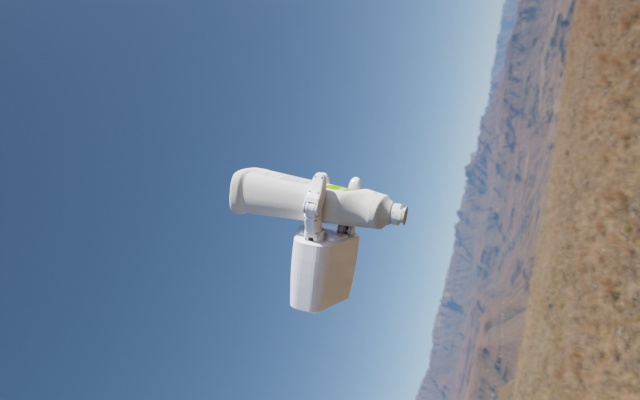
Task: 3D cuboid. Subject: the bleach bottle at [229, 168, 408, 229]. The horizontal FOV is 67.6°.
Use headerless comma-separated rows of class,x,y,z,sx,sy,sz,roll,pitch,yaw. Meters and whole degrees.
bleach bottle,0.000,0.002,0.704,0.251,0.068,0.102,10,12,18
